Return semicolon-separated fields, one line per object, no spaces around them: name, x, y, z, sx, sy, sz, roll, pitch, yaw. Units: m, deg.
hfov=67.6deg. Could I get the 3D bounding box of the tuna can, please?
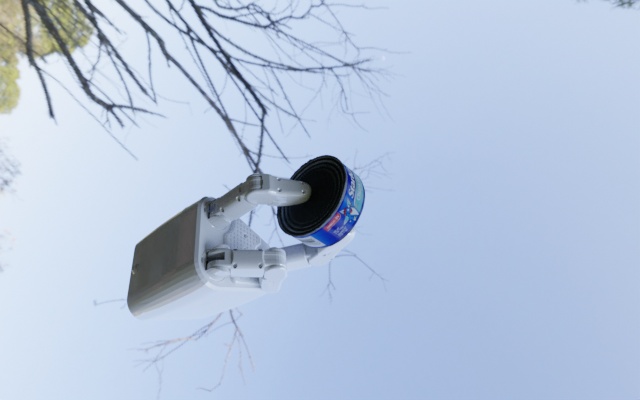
tuna can;0.000;0.002;0.457;0.086;0.086;0.034;0;-27;46
